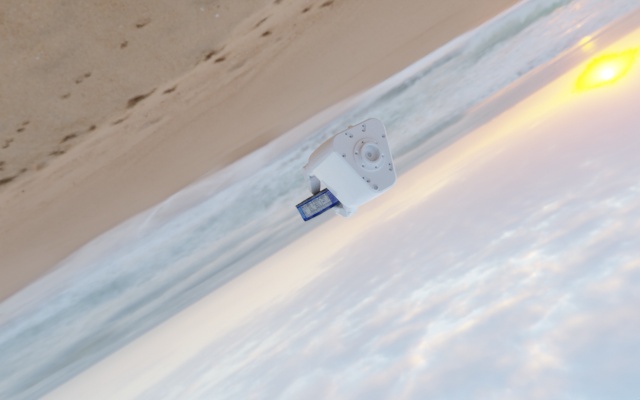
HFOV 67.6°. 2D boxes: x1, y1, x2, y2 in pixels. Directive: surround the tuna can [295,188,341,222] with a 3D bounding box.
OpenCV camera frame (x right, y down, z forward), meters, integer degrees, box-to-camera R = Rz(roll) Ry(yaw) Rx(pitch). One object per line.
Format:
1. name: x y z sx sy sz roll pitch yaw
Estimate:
1. tuna can: 0.000 0.003 0.842 0.086 0.034 0.086 -30 2 1
